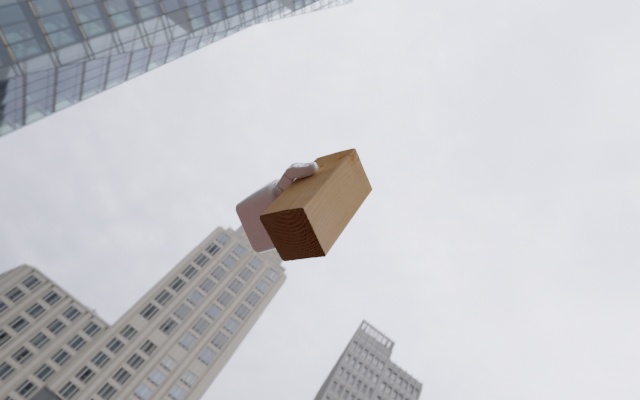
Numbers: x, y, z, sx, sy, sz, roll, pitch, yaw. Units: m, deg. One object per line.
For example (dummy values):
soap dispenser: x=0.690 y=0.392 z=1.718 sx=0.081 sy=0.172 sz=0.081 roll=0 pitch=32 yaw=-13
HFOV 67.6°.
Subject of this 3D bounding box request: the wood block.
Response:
wood block: x=0.000 y=0.002 z=0.807 sx=0.090 sy=0.091 sz=0.206 roll=-11 pitch=25 yaw=34
